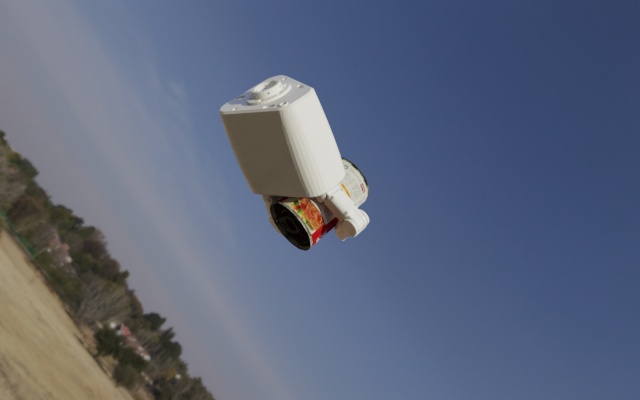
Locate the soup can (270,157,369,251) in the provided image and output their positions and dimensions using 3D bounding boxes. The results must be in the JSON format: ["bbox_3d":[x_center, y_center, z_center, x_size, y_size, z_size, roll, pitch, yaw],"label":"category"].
[{"bbox_3d":[0.001,0.002,0.566,0.102,0.068,0.068,-39,20,-27],"label":"soup can"}]
